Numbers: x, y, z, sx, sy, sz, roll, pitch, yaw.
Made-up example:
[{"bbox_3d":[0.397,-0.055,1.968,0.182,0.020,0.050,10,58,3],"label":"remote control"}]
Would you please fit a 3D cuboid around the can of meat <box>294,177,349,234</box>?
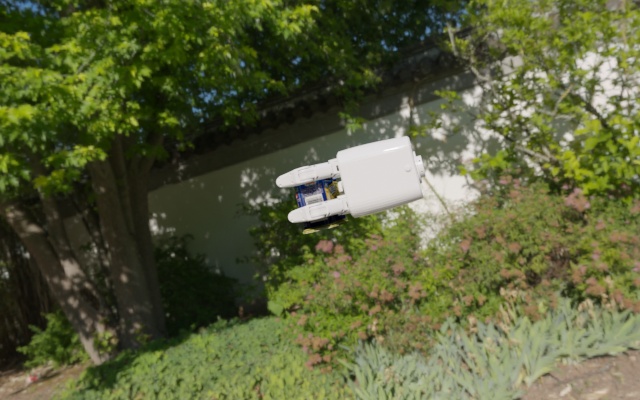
[{"bbox_3d":[0.000,0.002,0.745,0.057,0.084,0.102,-14,-1,16],"label":"can of meat"}]
